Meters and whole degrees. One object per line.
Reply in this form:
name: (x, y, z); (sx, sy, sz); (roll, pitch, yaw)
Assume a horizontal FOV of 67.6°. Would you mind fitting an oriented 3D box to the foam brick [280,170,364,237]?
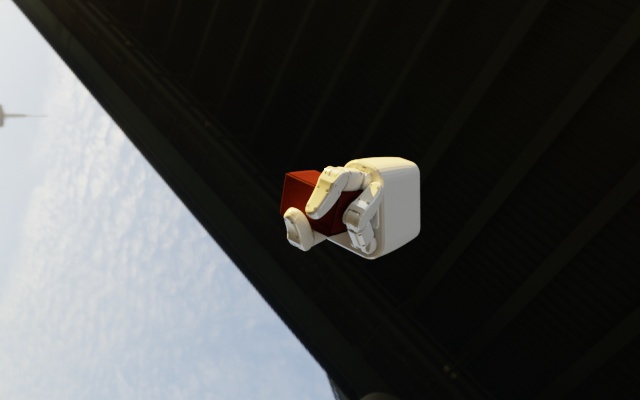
foam brick: (0.000, 0.002, 0.559); (0.078, 0.053, 0.051); (24, 22, 32)
